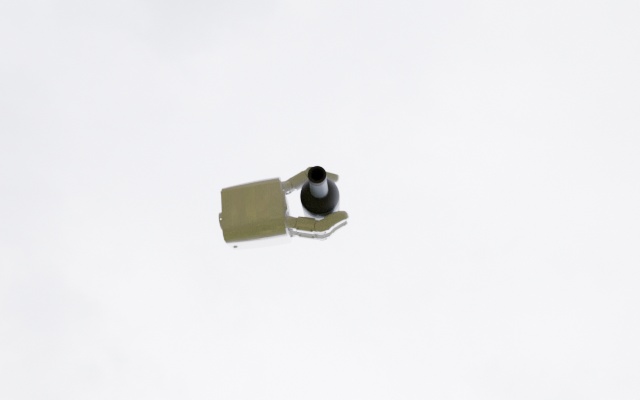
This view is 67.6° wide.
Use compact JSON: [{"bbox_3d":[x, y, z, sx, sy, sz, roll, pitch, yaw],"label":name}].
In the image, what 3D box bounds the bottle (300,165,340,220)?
[{"bbox_3d":[0.000,0.003,0.821,0.069,0.069,0.296,0,-16,2],"label":"bottle"}]
